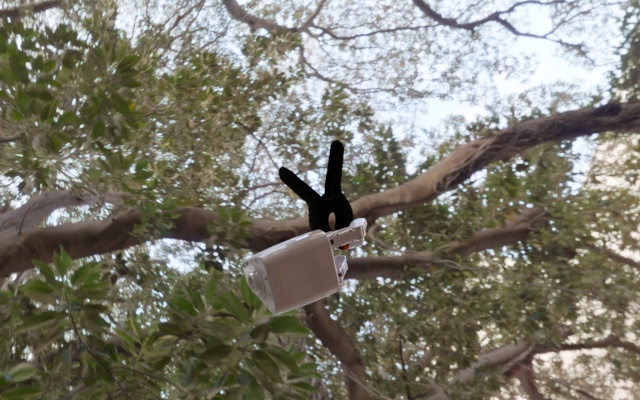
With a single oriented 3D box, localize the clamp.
[{"bbox_3d":[0.000,0.002,0.733,0.120,0.171,0.039,-18,13,-28],"label":"clamp"}]
